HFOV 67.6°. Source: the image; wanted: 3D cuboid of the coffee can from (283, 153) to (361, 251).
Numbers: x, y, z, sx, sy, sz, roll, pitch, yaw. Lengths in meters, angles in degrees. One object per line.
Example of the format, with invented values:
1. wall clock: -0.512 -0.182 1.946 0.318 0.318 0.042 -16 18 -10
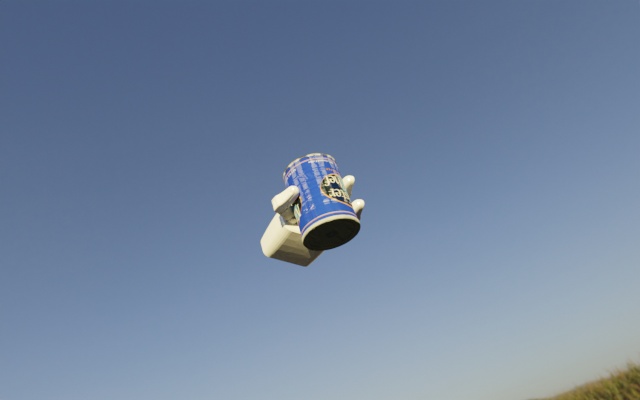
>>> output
1. coffee can: 0.000 0.003 0.841 0.103 0.140 0.103 -14 -32 -9
